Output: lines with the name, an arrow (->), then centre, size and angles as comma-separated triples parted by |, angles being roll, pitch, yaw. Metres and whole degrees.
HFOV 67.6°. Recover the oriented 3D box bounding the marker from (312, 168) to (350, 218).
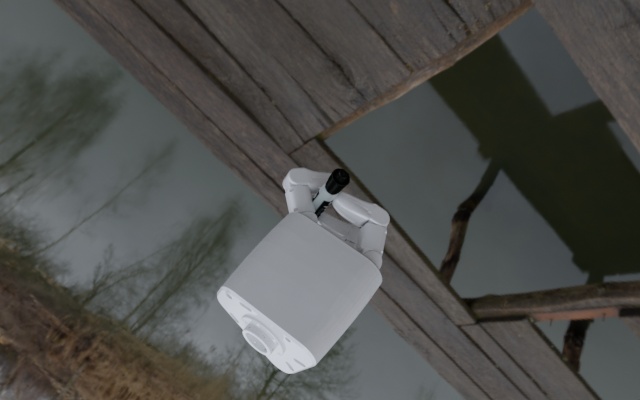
marker -> 0.000, 0.002, 0.489 | 0.020, 0.020, 0.121 | 0, -25, -23
